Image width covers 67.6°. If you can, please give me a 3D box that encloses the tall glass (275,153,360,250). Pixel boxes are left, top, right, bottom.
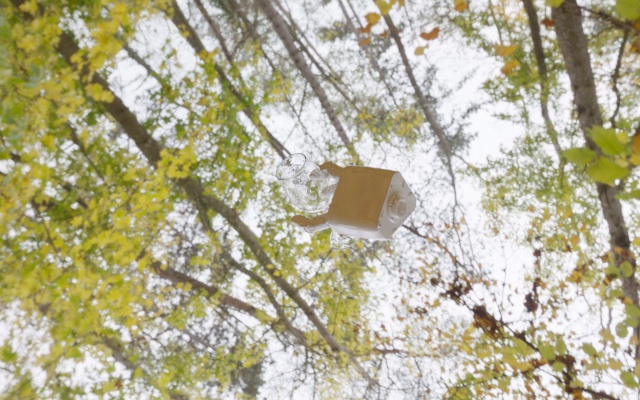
[{"bbox_3d":[0.000,0.003,0.863,0.079,0.079,0.201,0,-38,41],"label":"tall glass"}]
